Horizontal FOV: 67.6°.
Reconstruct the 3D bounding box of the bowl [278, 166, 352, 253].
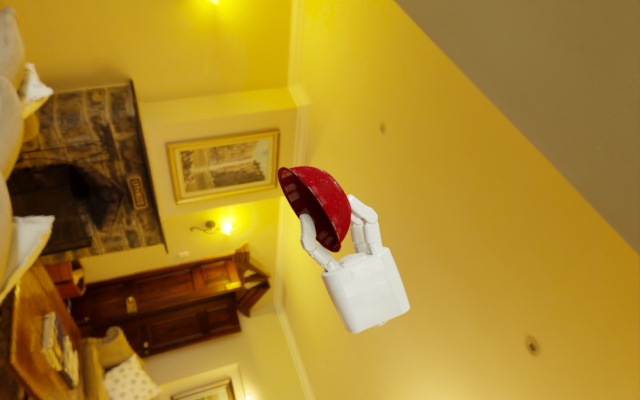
[{"bbox_3d":[0.000,0.001,0.759,0.055,0.162,0.162,-35,11,-17],"label":"bowl"}]
